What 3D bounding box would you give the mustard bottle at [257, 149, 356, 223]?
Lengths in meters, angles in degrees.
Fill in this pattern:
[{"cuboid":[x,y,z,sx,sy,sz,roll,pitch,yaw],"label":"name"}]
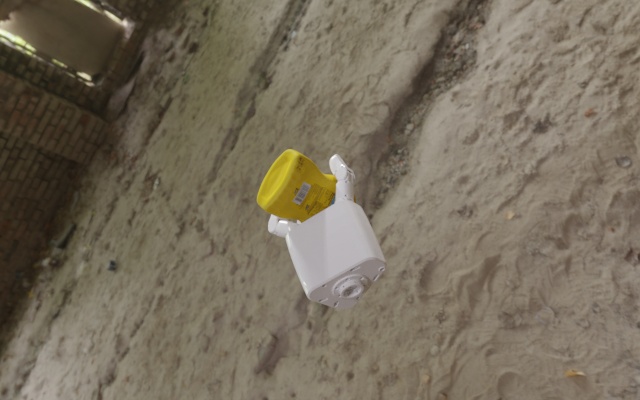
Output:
[{"cuboid":[0.000,0.002,0.736,0.192,0.096,0.058,28,3,-41],"label":"mustard bottle"}]
